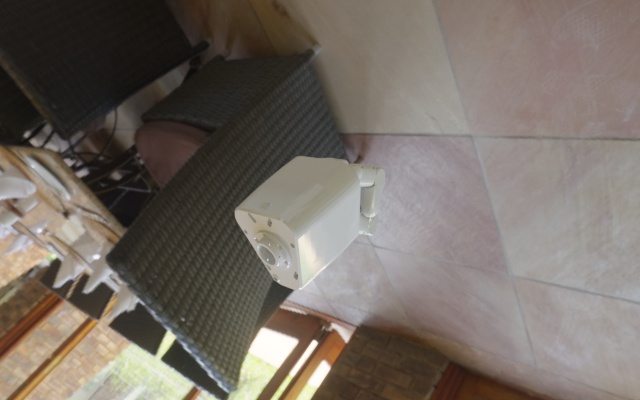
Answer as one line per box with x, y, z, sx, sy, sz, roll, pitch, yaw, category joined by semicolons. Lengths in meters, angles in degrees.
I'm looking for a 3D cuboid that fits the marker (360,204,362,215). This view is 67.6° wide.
0.000;0.002;0.603;0.121;0.020;0.020;10;7;41;marker
